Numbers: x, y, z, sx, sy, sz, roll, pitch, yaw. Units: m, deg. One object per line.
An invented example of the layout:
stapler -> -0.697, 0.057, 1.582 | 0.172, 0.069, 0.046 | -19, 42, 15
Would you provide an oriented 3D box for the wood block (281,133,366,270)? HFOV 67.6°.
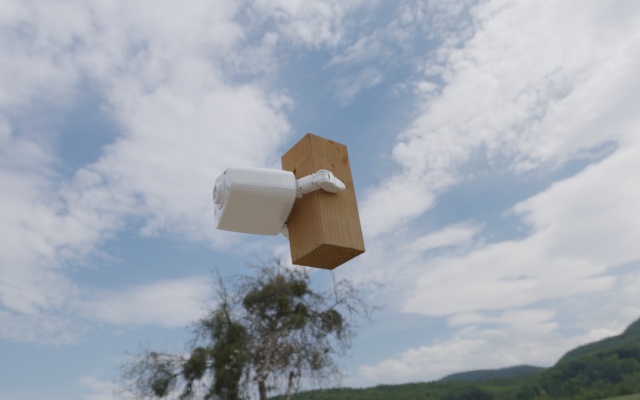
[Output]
wood block -> 0.000, 0.002, 0.813 | 0.090, 0.206, 0.091 | 14, -35, -36
